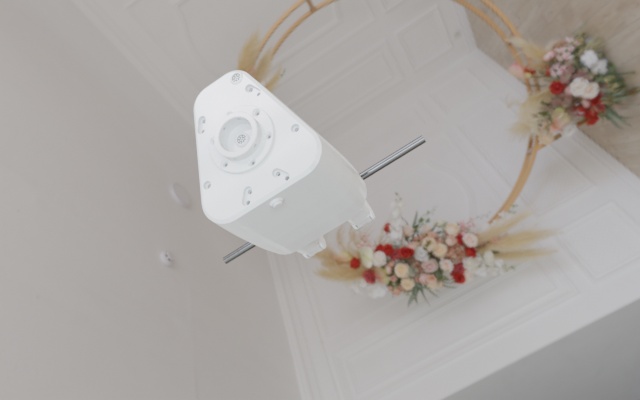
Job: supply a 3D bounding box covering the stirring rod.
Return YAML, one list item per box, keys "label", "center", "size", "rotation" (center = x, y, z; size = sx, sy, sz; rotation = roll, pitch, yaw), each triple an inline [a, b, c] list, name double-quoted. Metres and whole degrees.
- label: "stirring rod"
  center: [0.000, 0.001, 0.487]
  size: [0.239, 0.011, 0.011]
  rotation: [-32, -6, 9]
